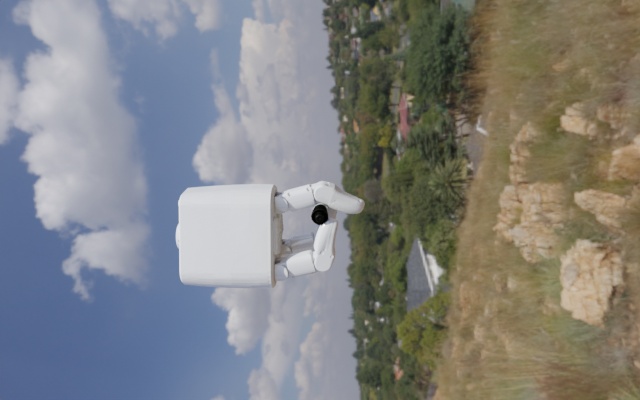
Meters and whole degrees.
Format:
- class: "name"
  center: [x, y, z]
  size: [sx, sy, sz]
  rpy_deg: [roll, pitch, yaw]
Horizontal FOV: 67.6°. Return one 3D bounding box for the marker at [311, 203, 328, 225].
- class: "marker"
  center: [0.000, 0.002, 0.566]
  size: [0.020, 0.020, 0.121]
  rpy_deg: [0, 17, 1]
